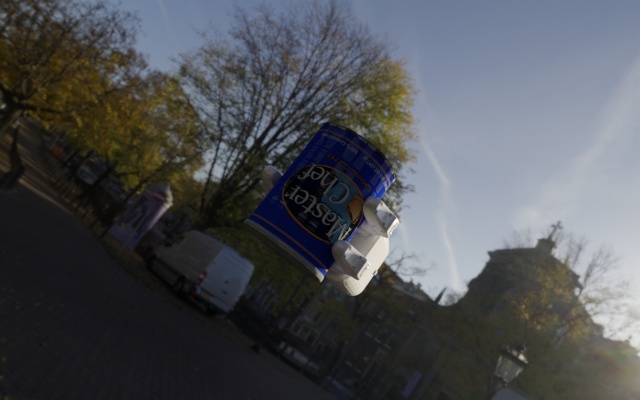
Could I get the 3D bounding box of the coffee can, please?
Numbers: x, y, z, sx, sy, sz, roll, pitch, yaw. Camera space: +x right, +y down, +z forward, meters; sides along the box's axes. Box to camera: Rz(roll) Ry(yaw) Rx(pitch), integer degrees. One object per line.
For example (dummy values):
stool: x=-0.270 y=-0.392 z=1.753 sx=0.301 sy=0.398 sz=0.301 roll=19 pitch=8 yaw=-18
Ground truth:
coffee can: x=0.000 y=0.002 z=0.517 sx=0.103 sy=0.140 sz=0.103 roll=35 pitch=-12 yaw=9
